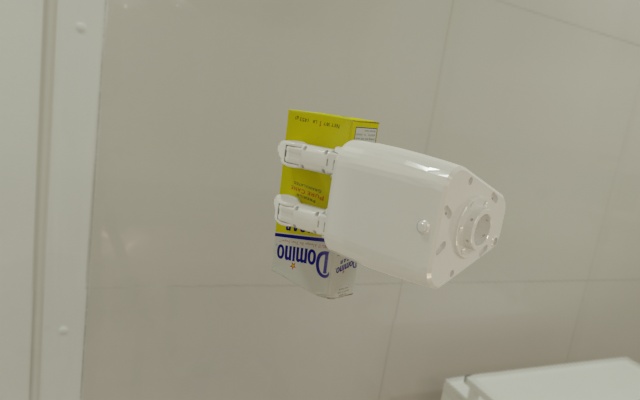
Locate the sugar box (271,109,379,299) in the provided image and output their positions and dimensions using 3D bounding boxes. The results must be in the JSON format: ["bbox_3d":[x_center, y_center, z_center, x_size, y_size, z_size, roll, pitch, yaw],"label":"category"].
[{"bbox_3d":[0.000,0.002,0.484,0.048,0.176,0.093,-2,14,-44],"label":"sugar box"}]
